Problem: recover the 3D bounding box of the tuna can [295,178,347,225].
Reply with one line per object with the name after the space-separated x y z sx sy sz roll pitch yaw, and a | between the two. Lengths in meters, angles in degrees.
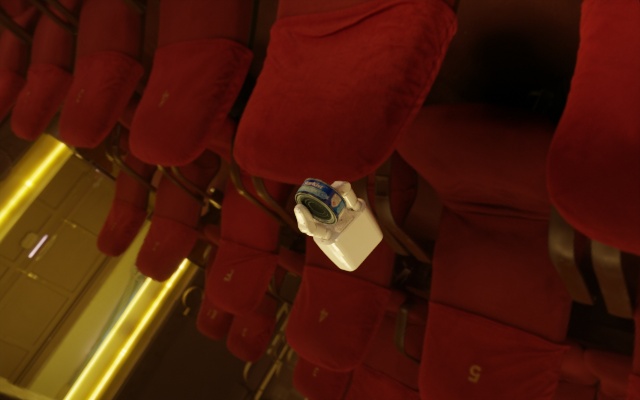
0.000 0.003 0.809 0.086 0.033 0.086 28 -24 14 | tuna can
